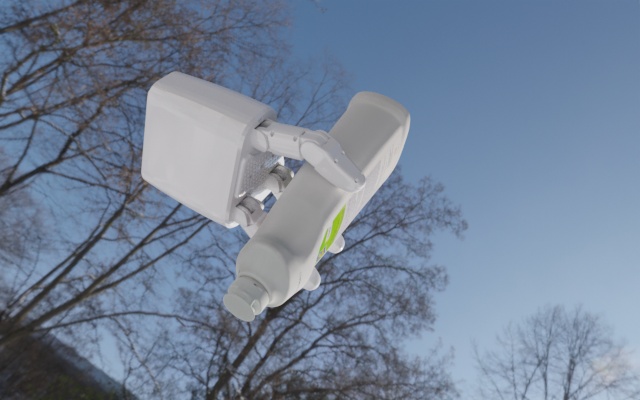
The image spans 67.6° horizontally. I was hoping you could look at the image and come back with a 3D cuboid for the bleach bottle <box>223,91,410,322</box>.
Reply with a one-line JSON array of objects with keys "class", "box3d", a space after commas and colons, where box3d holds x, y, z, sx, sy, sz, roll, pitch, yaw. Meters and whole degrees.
[{"class": "bleach bottle", "box3d": [0.000, 0.001, 0.429, 0.068, 0.103, 0.250, 26, 46, 15]}]
